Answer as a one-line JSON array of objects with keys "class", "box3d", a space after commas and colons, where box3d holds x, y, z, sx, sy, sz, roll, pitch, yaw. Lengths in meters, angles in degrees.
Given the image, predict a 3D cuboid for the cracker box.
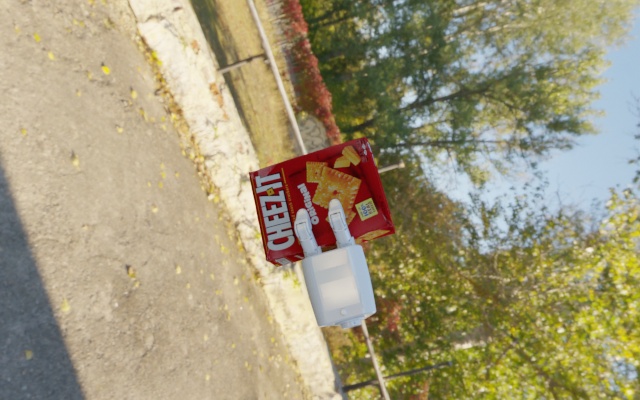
[{"class": "cracker box", "box3d": [0.000, 0.003, 0.803, 0.214, 0.164, 0.072, -16, -19, 7]}]
